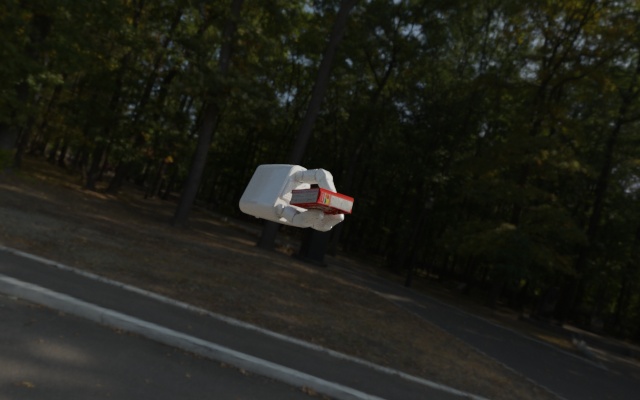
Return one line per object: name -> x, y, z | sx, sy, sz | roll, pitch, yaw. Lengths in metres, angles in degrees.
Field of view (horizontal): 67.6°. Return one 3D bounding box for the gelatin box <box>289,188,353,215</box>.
gelatin box -> 0.000, 0.002, 0.819 | 0.073, 0.030, 0.089 | 18, -13, -34
